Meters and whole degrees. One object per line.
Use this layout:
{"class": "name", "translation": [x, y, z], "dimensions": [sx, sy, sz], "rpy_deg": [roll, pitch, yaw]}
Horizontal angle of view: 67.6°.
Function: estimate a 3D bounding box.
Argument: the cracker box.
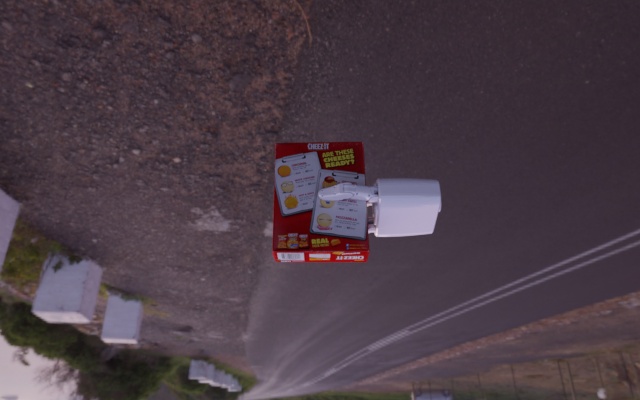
{"class": "cracker box", "translation": [0.000, 0.003, 0.856], "dimensions": [0.164, 0.213, 0.072], "rpy_deg": [-1, -26, 0]}
